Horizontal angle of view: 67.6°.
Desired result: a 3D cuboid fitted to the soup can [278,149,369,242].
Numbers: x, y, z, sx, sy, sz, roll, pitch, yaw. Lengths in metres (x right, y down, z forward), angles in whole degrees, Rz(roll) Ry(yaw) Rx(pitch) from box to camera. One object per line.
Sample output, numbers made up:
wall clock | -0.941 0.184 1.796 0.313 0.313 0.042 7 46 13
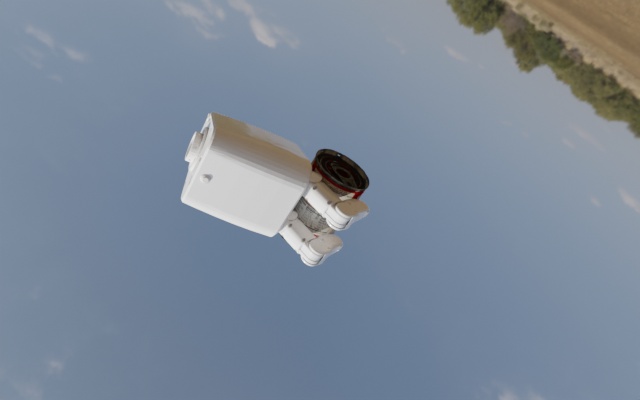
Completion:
soup can | 0.000 0.002 0.544 0.068 0.102 0.068 25 30 -16
